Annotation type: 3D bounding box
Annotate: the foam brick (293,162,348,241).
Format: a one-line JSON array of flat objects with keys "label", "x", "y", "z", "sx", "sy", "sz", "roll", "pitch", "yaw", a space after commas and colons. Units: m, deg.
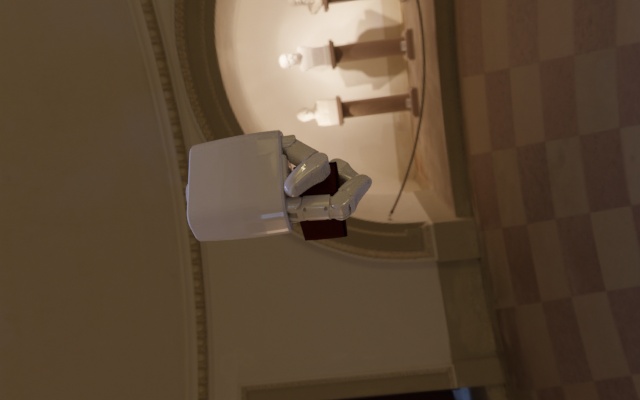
[{"label": "foam brick", "x": 0.000, "y": 0.002, "z": 0.555, "sx": 0.051, "sy": 0.053, "sz": 0.078, "roll": -8, "pitch": -44, "yaw": 4}]
